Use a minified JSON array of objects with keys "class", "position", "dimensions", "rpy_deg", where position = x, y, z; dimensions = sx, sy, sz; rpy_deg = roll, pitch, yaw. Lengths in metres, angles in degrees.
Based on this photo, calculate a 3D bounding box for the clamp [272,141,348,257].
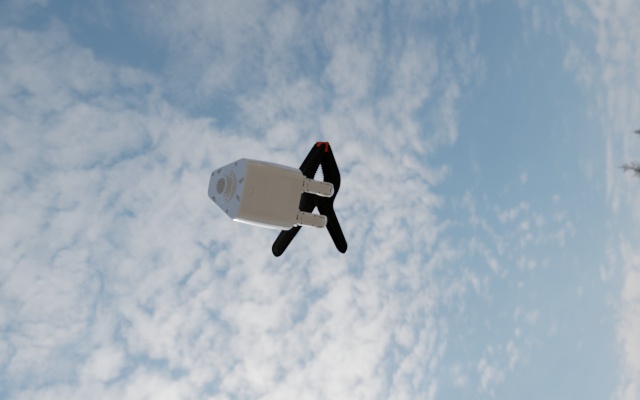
[{"class":"clamp","position":[0.000,0.002,0.850],"dimensions":[0.164,0.210,0.036],"rpy_deg":[12,-1,-41]}]
